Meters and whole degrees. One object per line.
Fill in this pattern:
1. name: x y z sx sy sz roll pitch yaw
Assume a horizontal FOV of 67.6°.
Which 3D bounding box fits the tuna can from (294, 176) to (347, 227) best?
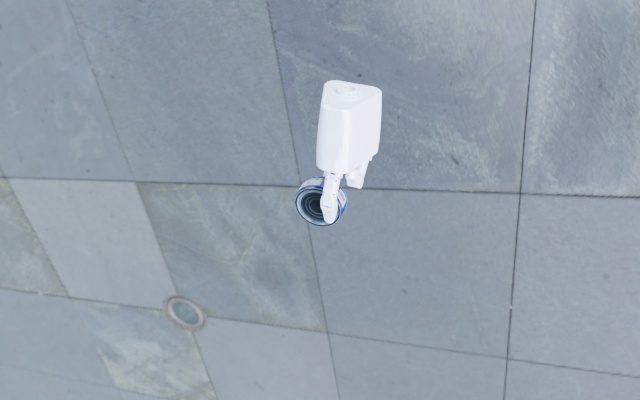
1. tuna can: 0.000 0.003 0.808 0.086 0.086 0.033 0 36 23
